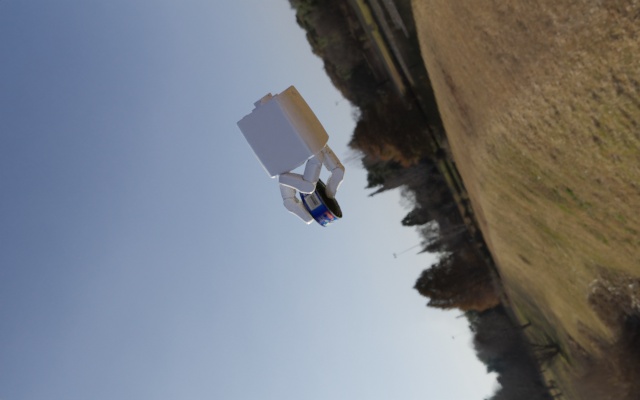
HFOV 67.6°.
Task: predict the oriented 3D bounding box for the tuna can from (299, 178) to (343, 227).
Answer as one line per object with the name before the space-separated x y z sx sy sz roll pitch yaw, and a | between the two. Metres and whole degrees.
tuna can | 0.000 0.003 0.823 0.034 0.086 0.086 -33 -9 14
